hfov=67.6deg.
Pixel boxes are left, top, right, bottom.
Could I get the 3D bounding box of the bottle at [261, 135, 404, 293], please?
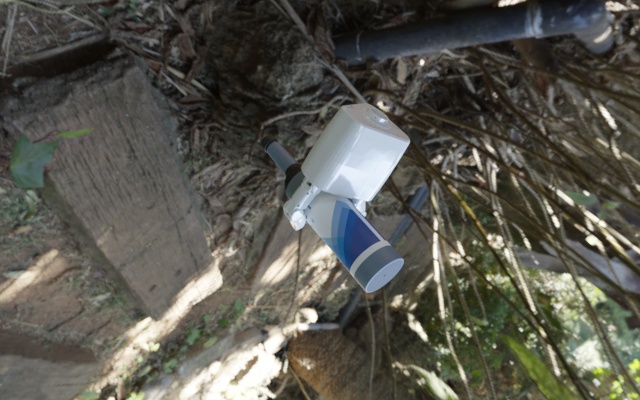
[{"bbox_3d":[0.000,0.003,0.702,0.069,0.069,0.295,0,42,-51],"label":"bottle"}]
